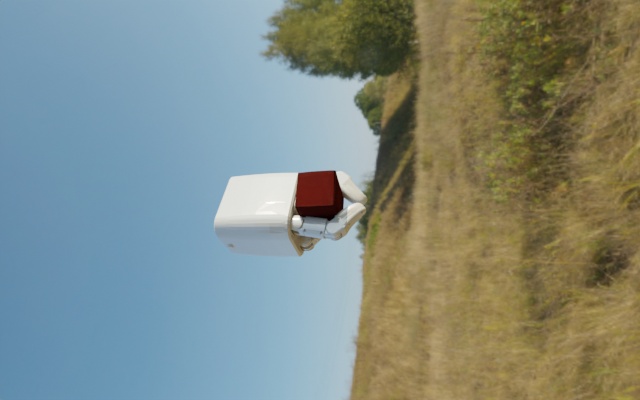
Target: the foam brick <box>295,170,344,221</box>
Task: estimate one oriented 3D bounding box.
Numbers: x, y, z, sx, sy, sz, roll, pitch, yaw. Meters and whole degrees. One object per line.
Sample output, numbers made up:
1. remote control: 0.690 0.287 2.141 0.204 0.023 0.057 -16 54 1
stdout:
1. foam brick: 0.000 0.002 0.636 0.051 0.053 0.078 -1 -28 11
